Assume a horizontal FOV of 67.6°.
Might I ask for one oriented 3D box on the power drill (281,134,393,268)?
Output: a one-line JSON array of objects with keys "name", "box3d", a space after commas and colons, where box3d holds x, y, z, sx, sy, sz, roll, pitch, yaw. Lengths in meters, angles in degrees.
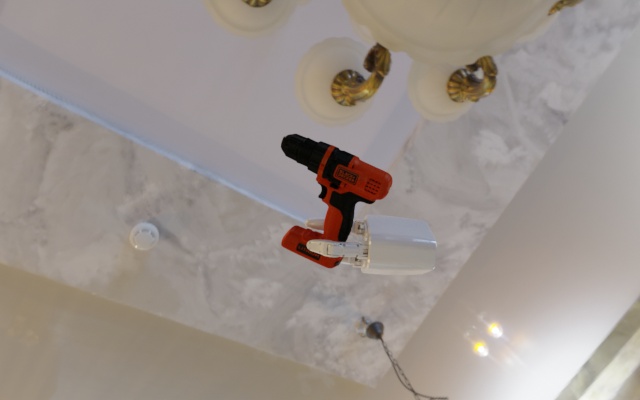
[{"name": "power drill", "box3d": [0.000, 0.003, 0.766, 0.184, 0.188, 0.057, 25, 25, 9]}]
